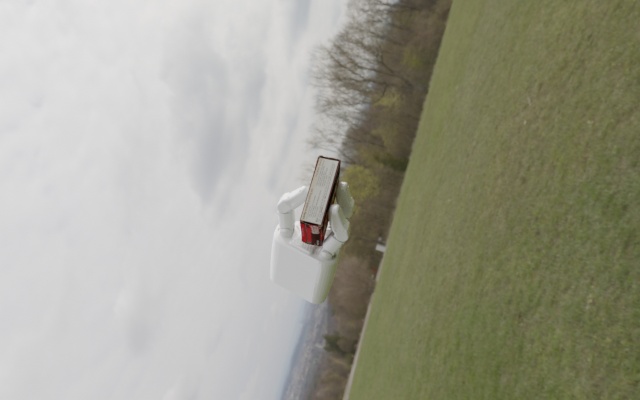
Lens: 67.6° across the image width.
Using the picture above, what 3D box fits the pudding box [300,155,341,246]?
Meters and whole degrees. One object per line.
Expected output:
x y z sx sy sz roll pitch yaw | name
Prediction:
0.000 0.002 0.723 0.039 0.113 0.090 12 -23 4 | pudding box
